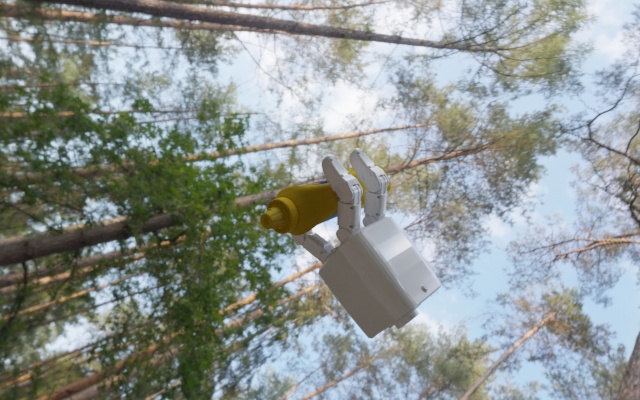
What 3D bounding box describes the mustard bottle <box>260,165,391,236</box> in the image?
[{"bbox_3d":[0.000,0.002,0.593,0.096,0.058,0.191,-17,3,42],"label":"mustard bottle"}]
